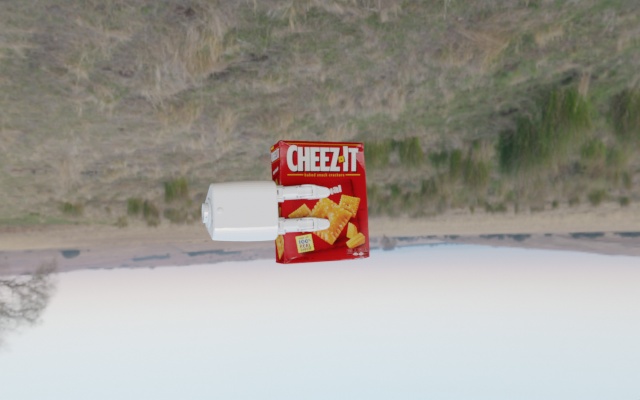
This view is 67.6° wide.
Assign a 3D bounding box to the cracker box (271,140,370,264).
[{"bbox_3d":[0.000,0.003,0.860,0.164,0.213,0.072,-1,-4,-20],"label":"cracker box"}]
